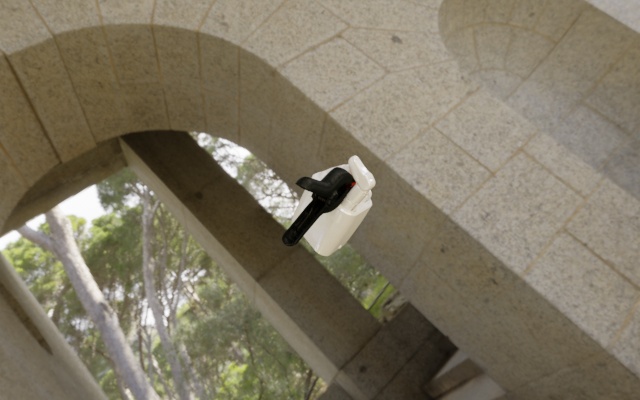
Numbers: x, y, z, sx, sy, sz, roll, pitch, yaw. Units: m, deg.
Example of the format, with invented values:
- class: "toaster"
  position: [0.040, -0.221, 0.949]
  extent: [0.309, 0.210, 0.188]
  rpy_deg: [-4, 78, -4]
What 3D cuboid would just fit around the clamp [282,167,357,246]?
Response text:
- class: "clamp"
  position: [0.000, 0.002, 0.748]
  extent: [0.039, 0.120, 0.171]
  rpy_deg: [38, 31, 20]
